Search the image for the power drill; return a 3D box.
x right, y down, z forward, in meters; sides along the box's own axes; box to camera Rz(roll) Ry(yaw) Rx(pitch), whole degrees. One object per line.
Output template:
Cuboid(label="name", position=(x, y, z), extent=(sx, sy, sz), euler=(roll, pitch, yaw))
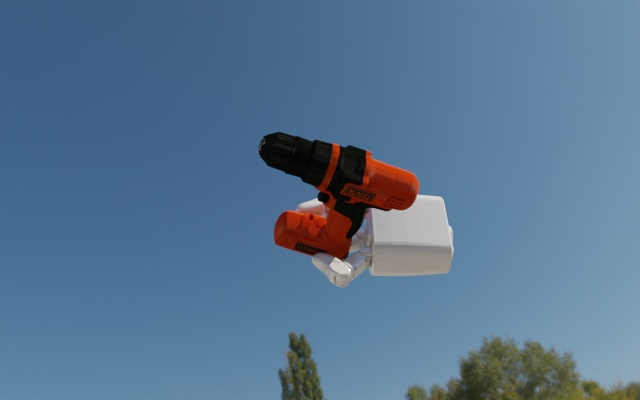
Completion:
Cuboid(label="power drill", position=(0.000, 0.002, 0.582), extent=(0.184, 0.057, 0.188), euler=(18, -34, -10))
